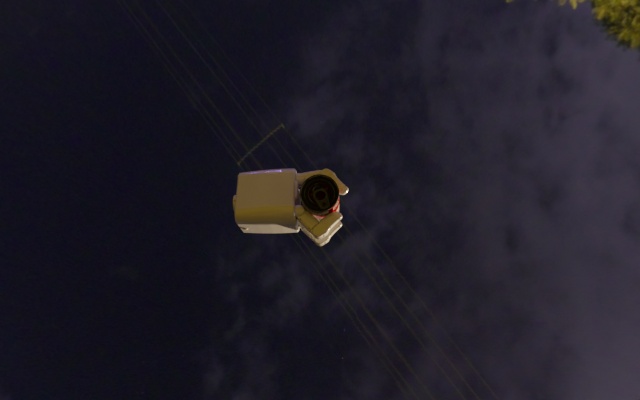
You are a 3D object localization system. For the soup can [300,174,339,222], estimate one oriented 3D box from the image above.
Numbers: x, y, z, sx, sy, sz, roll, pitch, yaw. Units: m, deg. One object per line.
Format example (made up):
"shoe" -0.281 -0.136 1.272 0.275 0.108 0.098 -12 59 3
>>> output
"soup can" 0.001 0.003 0.859 0.068 0.068 0.102 0 -18 2
